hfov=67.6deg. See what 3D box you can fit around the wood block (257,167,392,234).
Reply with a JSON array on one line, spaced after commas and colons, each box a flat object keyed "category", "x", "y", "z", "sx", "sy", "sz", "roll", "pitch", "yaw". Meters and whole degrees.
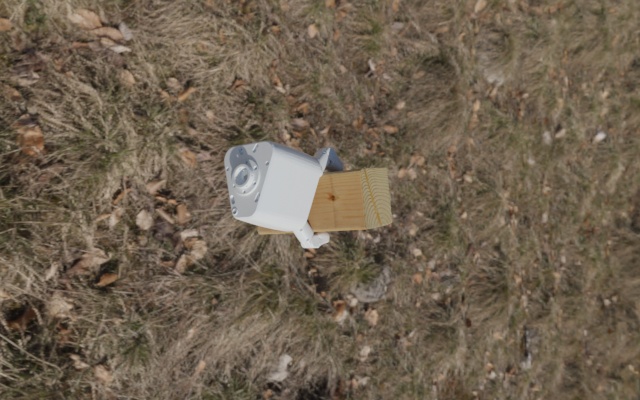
[{"category": "wood block", "x": 0.000, "y": 0.003, "z": 0.774, "sx": 0.206, "sy": 0.091, "sz": 0.090, "roll": -5, "pitch": 2, "yaw": 34}]
